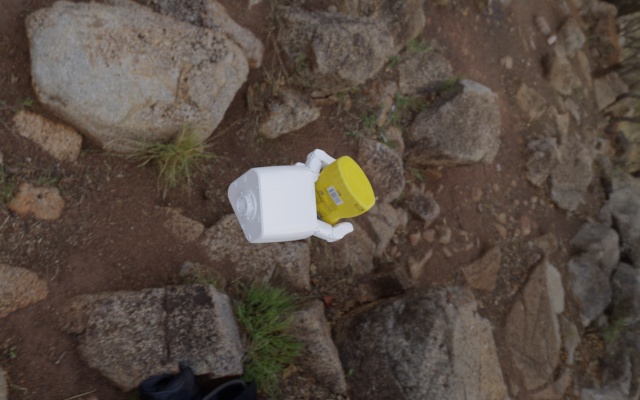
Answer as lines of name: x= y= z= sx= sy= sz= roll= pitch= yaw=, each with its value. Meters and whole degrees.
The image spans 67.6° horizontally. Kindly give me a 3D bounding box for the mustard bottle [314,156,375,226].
mustard bottle: x=0.001 y=0.003 z=0.829 sx=0.192 sy=0.096 sz=0.058 roll=-29 pitch=6 yaw=44
